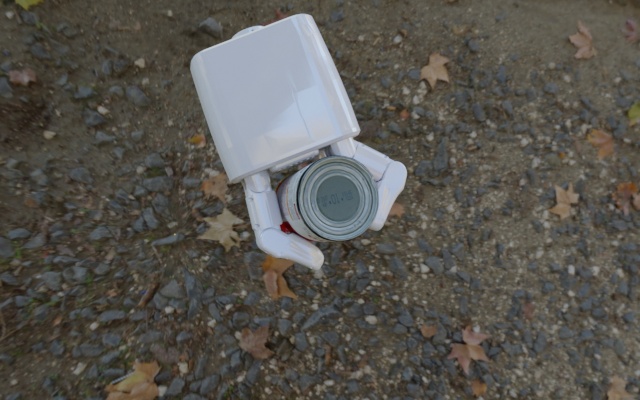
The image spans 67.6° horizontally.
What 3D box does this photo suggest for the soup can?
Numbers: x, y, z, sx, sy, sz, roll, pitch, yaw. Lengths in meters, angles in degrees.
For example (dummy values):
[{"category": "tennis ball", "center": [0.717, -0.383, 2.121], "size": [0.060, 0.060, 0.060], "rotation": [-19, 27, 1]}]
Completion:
[{"category": "soup can", "center": [0.000, 0.002, 0.406], "size": [0.068, 0.068, 0.102], "rotation": [0, -4, -17]}]
